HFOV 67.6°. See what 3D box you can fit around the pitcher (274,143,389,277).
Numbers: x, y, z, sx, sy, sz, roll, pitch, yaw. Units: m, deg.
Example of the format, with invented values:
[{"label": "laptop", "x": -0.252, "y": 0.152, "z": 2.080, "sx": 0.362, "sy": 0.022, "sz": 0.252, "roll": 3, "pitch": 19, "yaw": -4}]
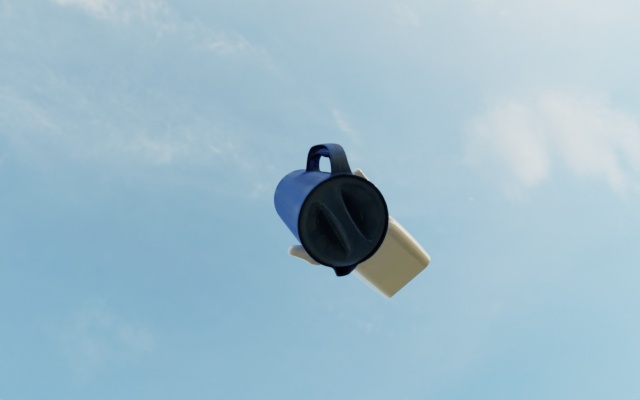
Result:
[{"label": "pitcher", "x": 0.000, "y": 0.003, "z": 0.759, "sx": 0.145, "sy": 0.149, "sz": 0.243, "roll": 40, "pitch": -4, "yaw": -19}]
